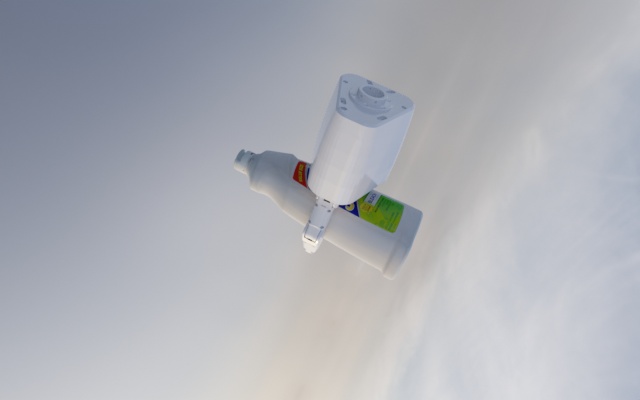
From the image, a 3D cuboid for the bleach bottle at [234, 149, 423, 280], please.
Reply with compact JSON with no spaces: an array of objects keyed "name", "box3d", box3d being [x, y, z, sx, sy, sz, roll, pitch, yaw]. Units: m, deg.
[{"name":"bleach bottle","box3d":[0.000,0.002,0.614,0.251,0.068,0.102,25,38,8]}]
